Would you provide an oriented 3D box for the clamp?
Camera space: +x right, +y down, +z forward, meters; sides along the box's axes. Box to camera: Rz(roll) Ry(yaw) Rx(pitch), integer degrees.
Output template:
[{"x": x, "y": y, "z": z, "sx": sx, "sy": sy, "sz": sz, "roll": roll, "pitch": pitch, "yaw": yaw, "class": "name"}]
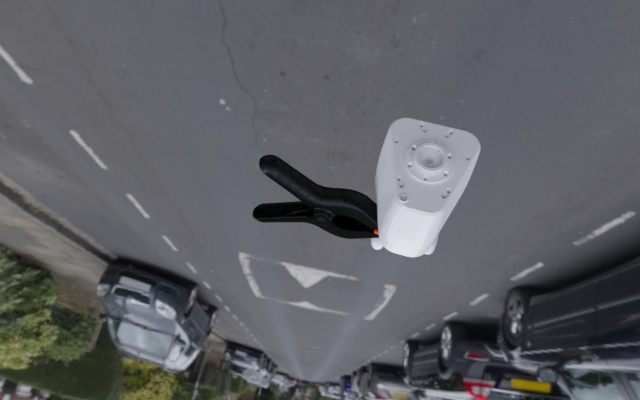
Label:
[{"x": 0.000, "y": 0.002, "z": 0.553, "sx": 0.171, "sy": 0.039, "sz": 0.120, "roll": 10, "pitch": -29, "yaw": 4, "class": "clamp"}]
